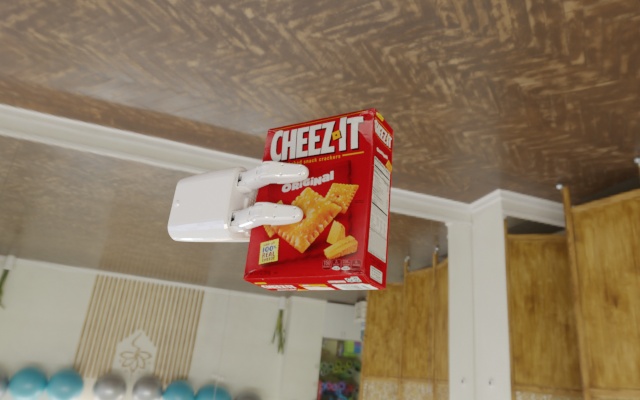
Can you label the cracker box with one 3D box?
[{"bbox_3d":[0.000,0.002,0.600,0.164,0.213,0.072,-6,-24,28],"label":"cracker box"}]
